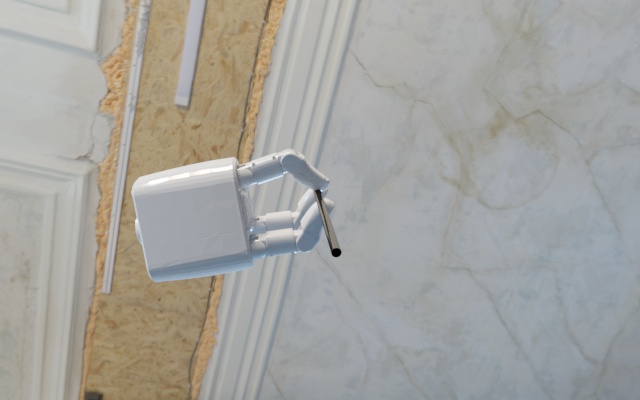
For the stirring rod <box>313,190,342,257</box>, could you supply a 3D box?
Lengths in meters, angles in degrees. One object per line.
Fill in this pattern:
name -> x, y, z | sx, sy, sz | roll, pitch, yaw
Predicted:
stirring rod -> 0.000, 0.002, 0.478 | 0.011, 0.011, 0.239 | 0, 19, -6
